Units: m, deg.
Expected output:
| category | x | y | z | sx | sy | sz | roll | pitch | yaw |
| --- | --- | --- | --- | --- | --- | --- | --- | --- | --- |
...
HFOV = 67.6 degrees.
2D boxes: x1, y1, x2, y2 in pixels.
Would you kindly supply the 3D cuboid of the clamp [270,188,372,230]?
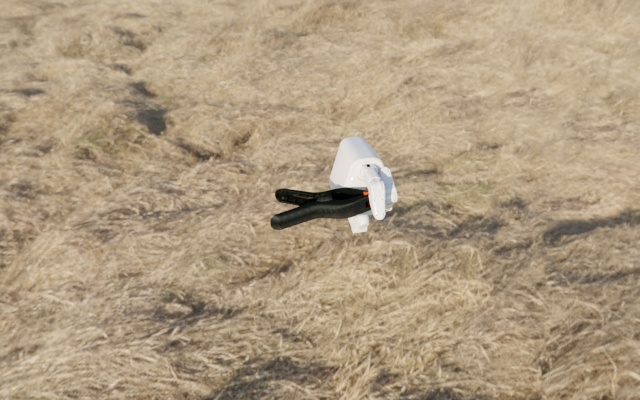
| category | x | y | z | sx | sy | sz | roll | pitch | yaw |
| --- | --- | --- | --- | --- | --- | --- | --- | --- | --- |
| clamp | 0.000 | 0.002 | 0.771 | 0.171 | 0.039 | 0.120 | -6 | 30 | -8 |
